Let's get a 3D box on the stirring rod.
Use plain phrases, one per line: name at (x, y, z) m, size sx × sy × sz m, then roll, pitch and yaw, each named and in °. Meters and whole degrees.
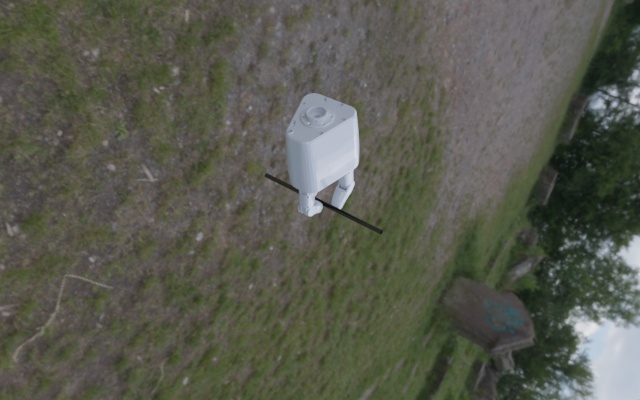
stirring rod at (0.000, 0.003, 0.822) m, size 0.239 × 0.011 × 0.011 m, roll 26°, pitch 11°, yaw 23°
